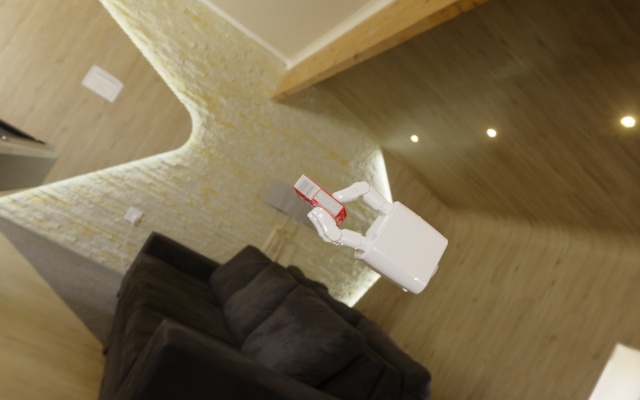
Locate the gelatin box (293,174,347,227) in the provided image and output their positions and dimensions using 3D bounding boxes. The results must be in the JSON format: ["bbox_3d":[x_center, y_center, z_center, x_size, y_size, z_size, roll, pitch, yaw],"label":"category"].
[{"bbox_3d":[0.000,0.002,0.775,0.089,0.030,0.073,39,-7,11],"label":"gelatin box"}]
